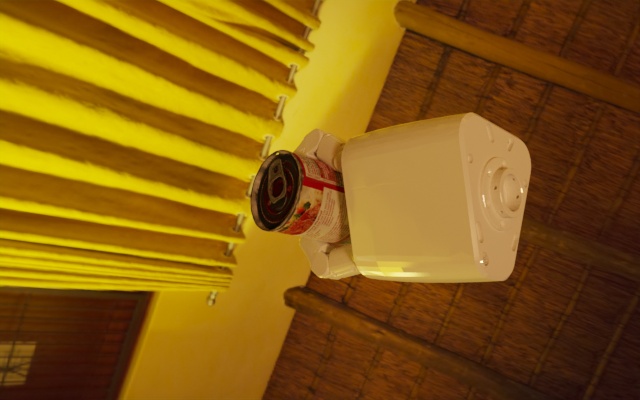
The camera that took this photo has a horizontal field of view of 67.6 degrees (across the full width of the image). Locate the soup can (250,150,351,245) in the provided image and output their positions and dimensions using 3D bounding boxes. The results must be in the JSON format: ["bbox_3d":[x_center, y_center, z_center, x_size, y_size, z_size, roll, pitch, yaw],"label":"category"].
[{"bbox_3d":[0.000,0.002,0.417,0.102,0.068,0.068,15,-9,-39],"label":"soup can"}]
